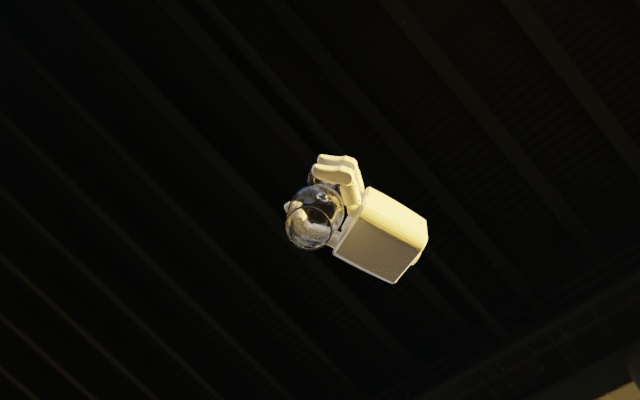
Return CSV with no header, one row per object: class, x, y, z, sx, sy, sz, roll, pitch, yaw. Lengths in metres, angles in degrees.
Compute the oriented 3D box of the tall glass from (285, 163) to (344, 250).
tall glass,0.000,0.002,0.703,0.079,0.079,0.201,0,20,10
